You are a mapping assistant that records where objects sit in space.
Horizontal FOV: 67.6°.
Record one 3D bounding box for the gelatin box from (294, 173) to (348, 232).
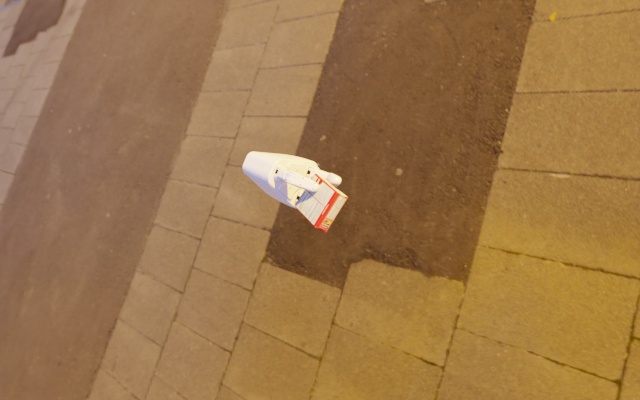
[{"bbox_3d":[0.000,0.003,0.847,0.030,0.073,0.089,26,10,-37],"label":"gelatin box"}]
